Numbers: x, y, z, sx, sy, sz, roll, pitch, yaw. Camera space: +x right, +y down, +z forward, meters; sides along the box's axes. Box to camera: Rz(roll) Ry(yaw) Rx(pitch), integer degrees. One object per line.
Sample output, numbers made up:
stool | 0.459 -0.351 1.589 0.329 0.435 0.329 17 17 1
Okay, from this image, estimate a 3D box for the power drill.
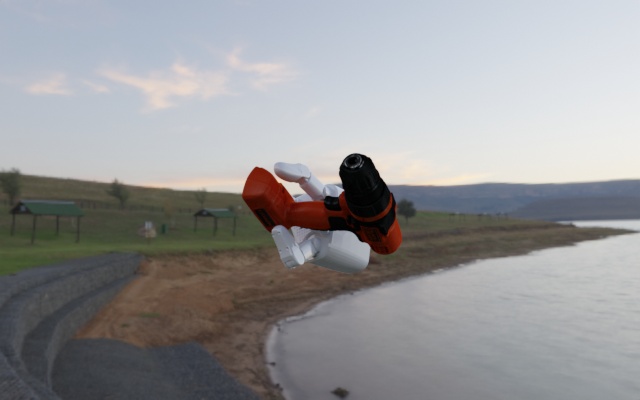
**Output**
power drill | 0.000 0.002 0.593 0.187 0.057 0.185 8 -31 26
